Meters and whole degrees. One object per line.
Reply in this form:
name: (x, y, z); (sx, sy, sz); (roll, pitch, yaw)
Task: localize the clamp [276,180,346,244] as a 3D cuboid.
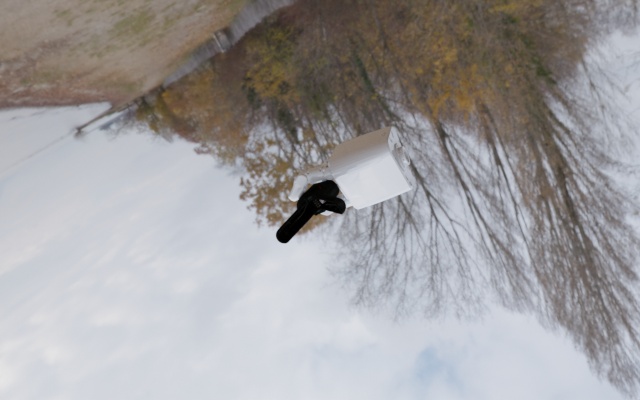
clamp: (0.000, 0.003, 0.774); (0.120, 0.039, 0.171); (-20, 22, 23)
